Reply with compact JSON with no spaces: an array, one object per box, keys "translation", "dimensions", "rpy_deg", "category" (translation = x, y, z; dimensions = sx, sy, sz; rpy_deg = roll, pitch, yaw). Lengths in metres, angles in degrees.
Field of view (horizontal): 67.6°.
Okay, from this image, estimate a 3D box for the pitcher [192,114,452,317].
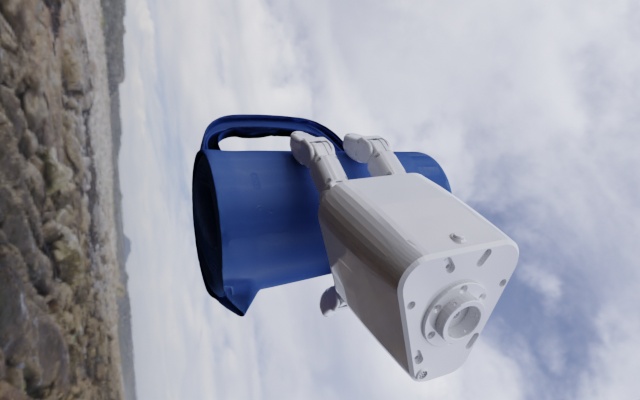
[{"translation":[0.000,0.002,0.468],"dimensions":[0.243,0.149,0.145],"rpy_deg":[-6,25,-24],"category":"pitcher"}]
